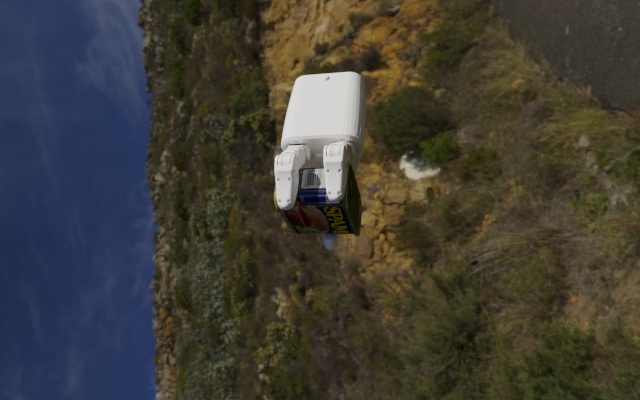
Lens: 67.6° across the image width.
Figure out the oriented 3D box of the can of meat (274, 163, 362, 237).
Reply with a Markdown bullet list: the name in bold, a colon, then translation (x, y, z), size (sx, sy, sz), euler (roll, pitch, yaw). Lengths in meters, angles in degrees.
- **can of meat**: translation (0.000, 0.002, 0.566), size (0.084, 0.057, 0.102), euler (-1, -29, 13)
